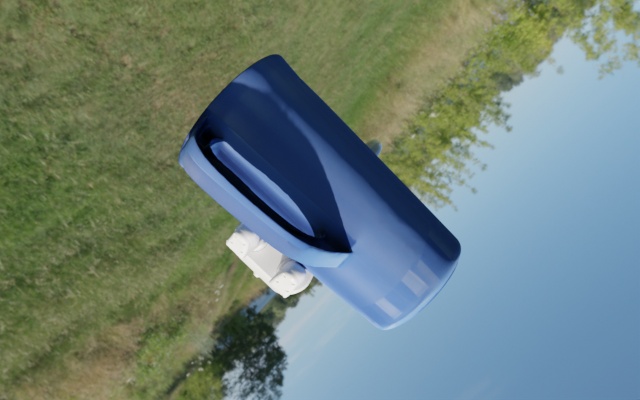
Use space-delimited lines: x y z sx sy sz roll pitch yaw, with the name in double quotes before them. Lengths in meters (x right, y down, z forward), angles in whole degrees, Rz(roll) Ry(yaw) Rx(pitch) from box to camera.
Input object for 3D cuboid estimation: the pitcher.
"pitcher" 0.000 0.001 0.422 0.243 0.149 0.145 43 -20 1
